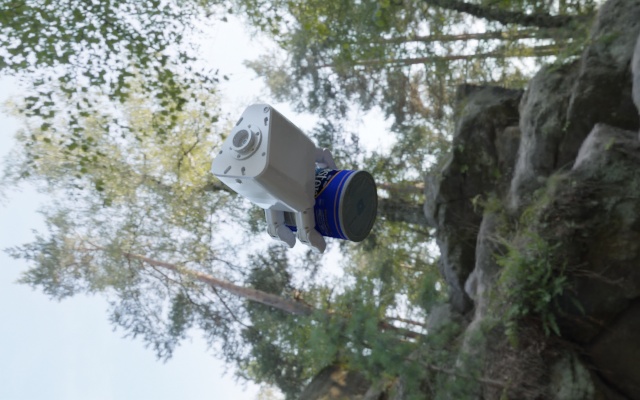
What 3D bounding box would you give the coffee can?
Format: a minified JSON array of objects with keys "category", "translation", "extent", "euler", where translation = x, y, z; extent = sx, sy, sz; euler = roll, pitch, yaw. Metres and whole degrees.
[{"category":"coffee can","translation":[0.000,0.002,0.711],"extent":[0.140,0.103,0.103],"euler":[6,3,33]}]
